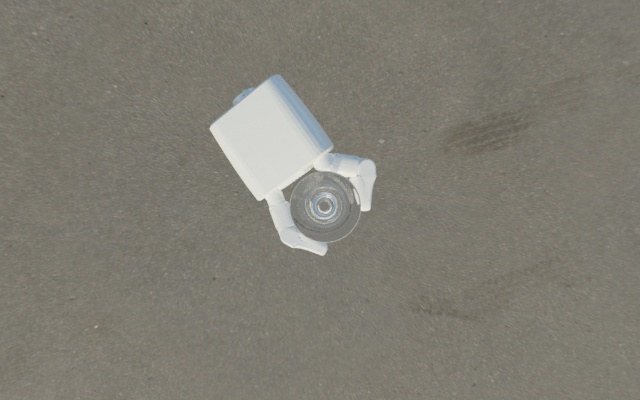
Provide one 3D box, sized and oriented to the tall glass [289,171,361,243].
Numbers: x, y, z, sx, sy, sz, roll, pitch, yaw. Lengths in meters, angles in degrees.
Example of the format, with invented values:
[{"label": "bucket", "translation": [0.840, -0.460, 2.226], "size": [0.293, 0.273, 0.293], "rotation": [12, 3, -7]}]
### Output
[{"label": "tall glass", "translation": [0.000, 0.002, 0.590], "size": [0.079, 0.079, 0.201], "rotation": [0, 2, -3]}]
